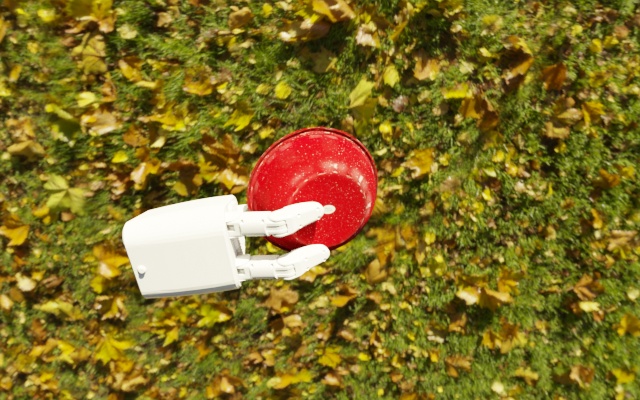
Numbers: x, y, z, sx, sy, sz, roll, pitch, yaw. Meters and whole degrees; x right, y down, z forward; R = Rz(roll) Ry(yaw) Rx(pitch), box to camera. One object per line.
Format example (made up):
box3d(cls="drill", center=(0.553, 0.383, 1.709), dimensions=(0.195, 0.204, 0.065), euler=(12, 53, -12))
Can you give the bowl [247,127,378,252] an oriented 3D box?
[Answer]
box3d(cls="bowl", center=(0.001, 0.001, 0.544), dimensions=(0.162, 0.162, 0.055), euler=(0, 23, -18))
